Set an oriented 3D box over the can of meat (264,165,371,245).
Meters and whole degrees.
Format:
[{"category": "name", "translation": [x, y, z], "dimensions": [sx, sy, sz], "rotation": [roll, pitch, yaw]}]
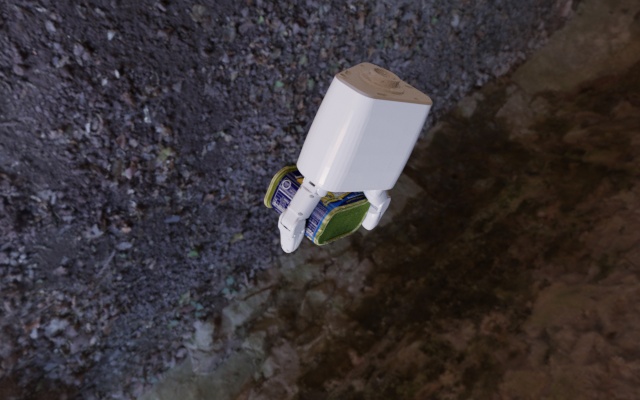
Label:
[{"category": "can of meat", "translation": [0.000, 0.002, 0.563], "dimensions": [0.084, 0.057, 0.102], "rotation": [38, 29, 24]}]
